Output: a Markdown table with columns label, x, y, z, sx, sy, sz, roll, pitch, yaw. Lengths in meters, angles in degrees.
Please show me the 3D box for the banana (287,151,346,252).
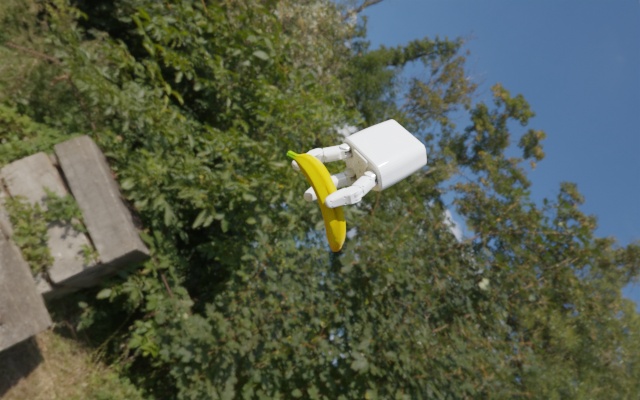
| label | x | y | z | sx | sy | sz | roll | pitch | yaw |
| --- | --- | --- | --- | --- | --- | --- | --- | --- | --- |
| banana | 0.007 | -0.001 | 0.814 | 0.037 | 0.198 | 0.069 | -28 | 11 | -24 |
